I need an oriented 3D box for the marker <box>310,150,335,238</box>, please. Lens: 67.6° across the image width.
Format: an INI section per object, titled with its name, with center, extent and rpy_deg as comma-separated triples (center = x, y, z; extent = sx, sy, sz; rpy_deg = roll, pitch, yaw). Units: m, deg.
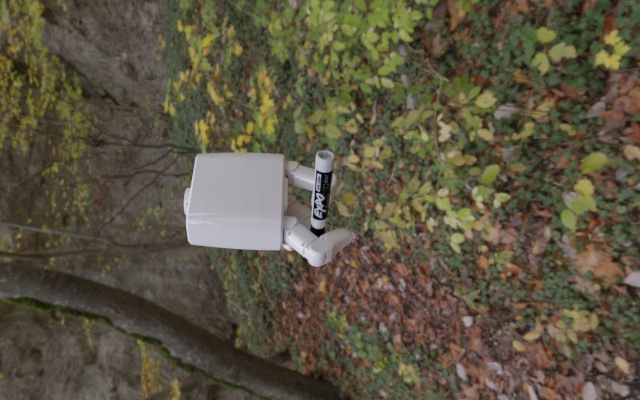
[marker]
center = 0.000, 0.002, 0.511
extent = 0.020, 0.121, 0.020
rpy_deg = 4, 39, -3
